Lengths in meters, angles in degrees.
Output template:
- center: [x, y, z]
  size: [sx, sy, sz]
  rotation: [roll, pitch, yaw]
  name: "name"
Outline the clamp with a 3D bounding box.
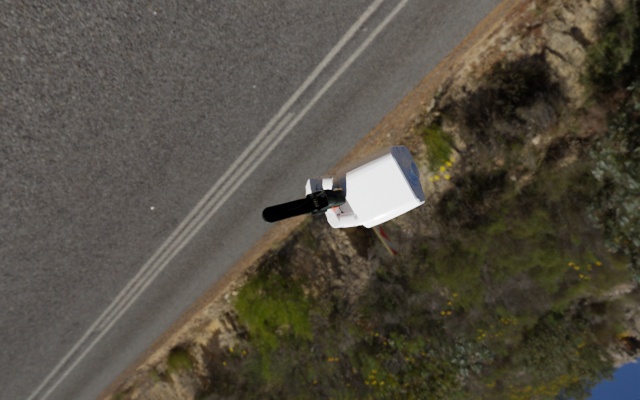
- center: [0.000, 0.003, 0.757]
  size: [0.120, 0.039, 0.171]
  rotation: [-10, 3, 31]
  name: "clamp"
